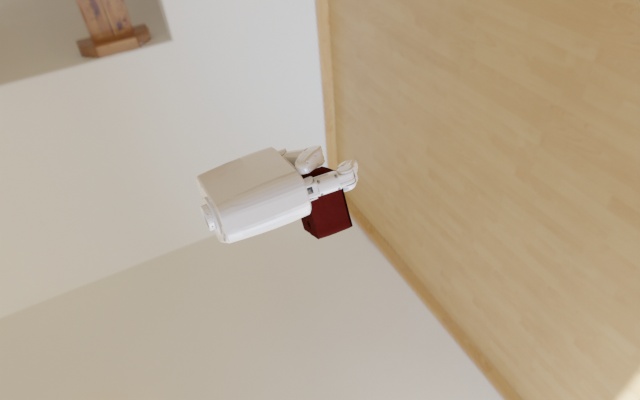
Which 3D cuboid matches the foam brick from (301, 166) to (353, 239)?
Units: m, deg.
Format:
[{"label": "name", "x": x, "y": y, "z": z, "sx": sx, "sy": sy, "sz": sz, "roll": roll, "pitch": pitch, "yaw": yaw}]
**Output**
[{"label": "foam brick", "x": 0.000, "y": 0.002, "z": 0.619, "sx": 0.051, "sy": 0.078, "sz": 0.053, "roll": -22, "pitch": 20, "yaw": -19}]
